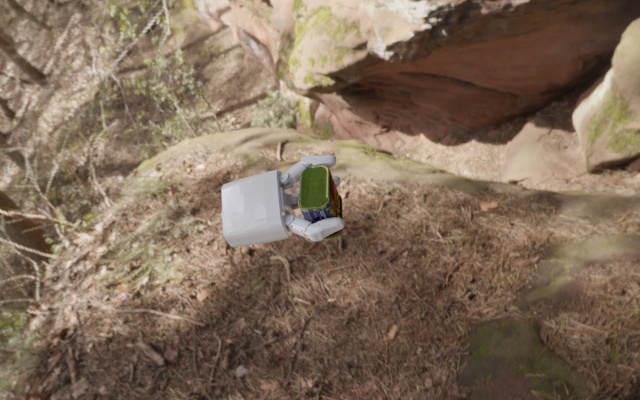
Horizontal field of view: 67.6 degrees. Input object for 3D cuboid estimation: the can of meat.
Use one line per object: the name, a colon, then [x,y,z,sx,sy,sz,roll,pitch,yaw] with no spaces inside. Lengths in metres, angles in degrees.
can of meat: [0.000,0.002,0.803,0.057,0.102,0.084,-10,-42,12]
